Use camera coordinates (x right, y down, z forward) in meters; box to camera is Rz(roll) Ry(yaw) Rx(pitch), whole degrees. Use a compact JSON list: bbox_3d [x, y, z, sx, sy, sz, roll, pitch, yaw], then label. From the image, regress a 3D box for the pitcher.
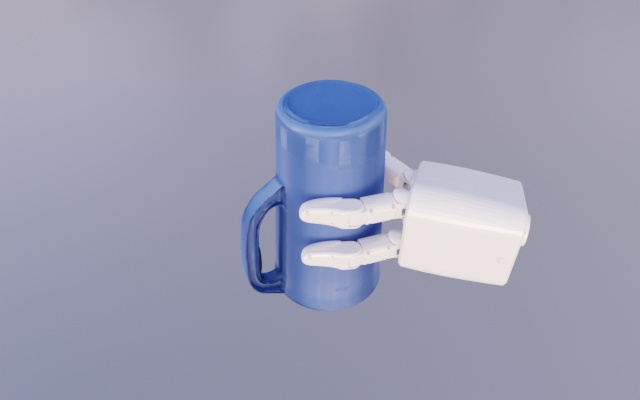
[{"bbox_3d":[0.000,0.002,0.525,0.145,0.243,0.149,13,42,15],"label":"pitcher"}]
